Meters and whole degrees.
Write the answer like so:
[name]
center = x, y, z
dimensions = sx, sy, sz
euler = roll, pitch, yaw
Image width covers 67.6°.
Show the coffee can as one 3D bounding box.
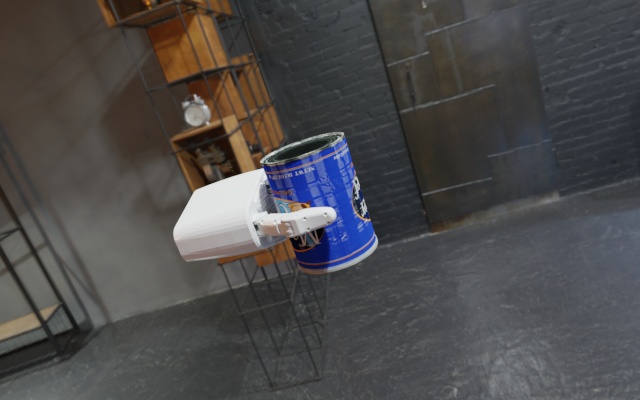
[coffee can]
center = 0.000, 0.002, 0.571
dimensions = 0.103, 0.140, 0.102
euler = -17, 16, 5
